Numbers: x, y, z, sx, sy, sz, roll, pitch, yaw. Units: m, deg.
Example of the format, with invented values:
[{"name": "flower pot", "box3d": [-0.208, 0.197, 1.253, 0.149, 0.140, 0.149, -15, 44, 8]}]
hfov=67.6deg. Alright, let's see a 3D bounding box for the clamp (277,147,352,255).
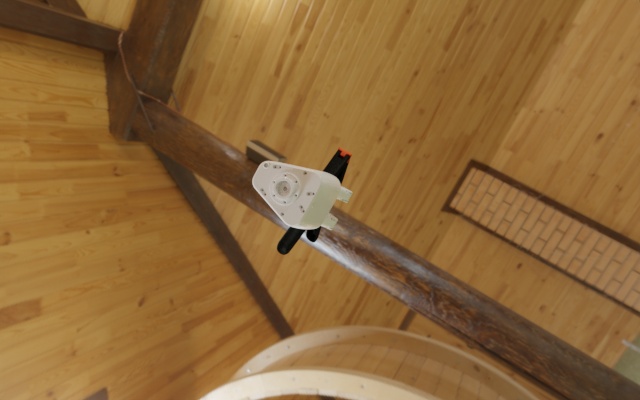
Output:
[{"name": "clamp", "box3d": [0.000, 0.002, 0.884, 0.036, 0.210, 0.164, 30, 5, 14]}]
